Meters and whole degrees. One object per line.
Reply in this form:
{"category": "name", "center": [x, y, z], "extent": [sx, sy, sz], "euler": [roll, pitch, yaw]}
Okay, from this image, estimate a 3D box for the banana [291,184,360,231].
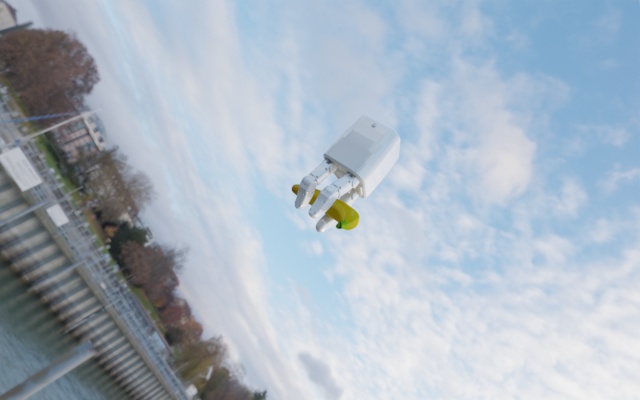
{"category": "banana", "center": [0.016, 0.010, 0.841], "extent": [0.070, 0.037, 0.197], "euler": [24, 5, -33]}
